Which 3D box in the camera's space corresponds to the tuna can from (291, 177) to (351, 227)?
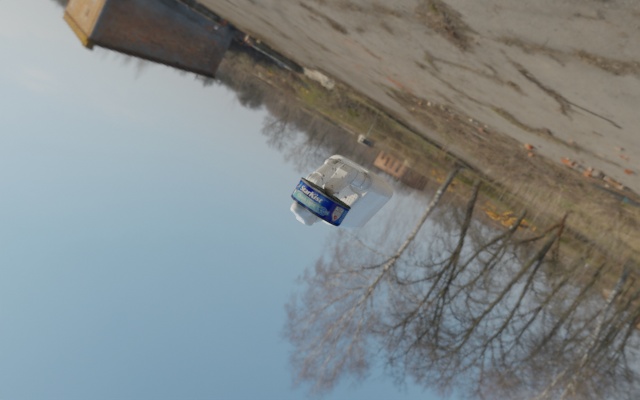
[{"bbox_3d":[0.000,0.003,0.699,0.086,0.034,0.086,32,5,-3],"label":"tuna can"}]
